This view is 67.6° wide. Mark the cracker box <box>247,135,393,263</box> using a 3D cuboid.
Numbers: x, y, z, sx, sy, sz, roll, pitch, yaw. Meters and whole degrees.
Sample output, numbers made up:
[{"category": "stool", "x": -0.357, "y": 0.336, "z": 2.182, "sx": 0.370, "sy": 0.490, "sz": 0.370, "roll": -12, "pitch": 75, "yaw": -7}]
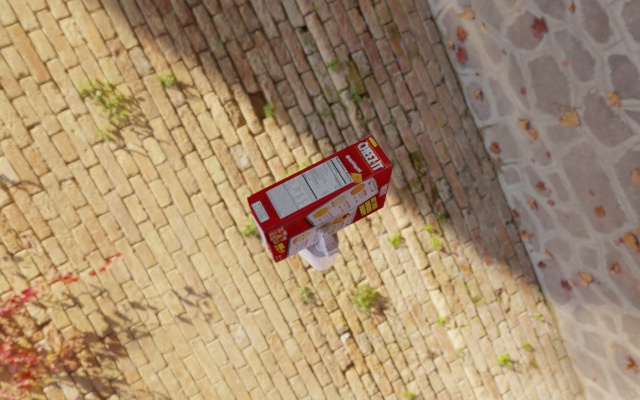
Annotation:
[{"category": "cracker box", "x": 0.000, "y": 0.003, "z": 0.756, "sx": 0.213, "sy": 0.072, "sz": 0.164, "roll": -28, "pitch": -21, "yaw": -9}]
